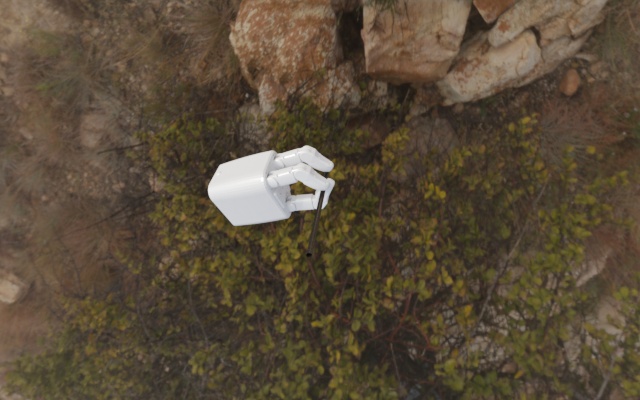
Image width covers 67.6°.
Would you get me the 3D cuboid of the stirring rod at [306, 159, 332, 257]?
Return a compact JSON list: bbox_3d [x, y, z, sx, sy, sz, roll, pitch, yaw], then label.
[{"bbox_3d":[0.000,0.002,0.738,0.011,0.011,0.239,0,36,9],"label":"stirring rod"}]
